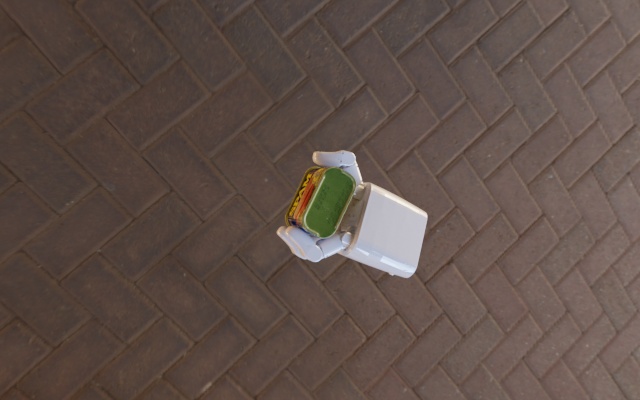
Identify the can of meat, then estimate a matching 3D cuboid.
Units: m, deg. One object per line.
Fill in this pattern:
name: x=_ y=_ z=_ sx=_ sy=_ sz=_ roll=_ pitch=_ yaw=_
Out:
can of meat: x=0.000 y=0.002 z=0.670 sx=0.057 sy=0.102 sz=0.084 roll=27 pitch=-7 yaw=-16
